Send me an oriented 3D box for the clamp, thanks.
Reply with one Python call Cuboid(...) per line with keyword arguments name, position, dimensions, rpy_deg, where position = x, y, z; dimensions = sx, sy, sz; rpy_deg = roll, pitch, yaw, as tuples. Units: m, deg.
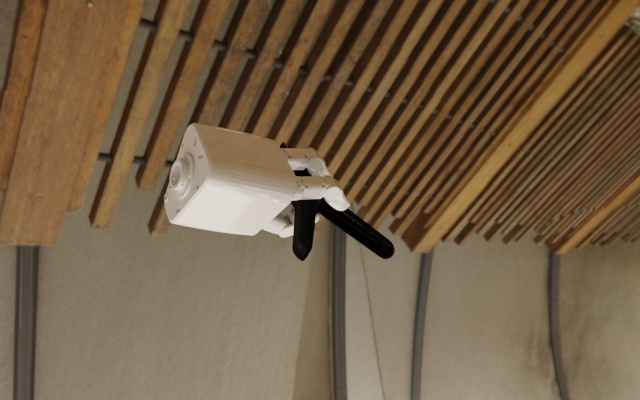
Cuboid(name="clamp", position=(-0.001, 0.002, 0.623), dimensions=(0.164, 0.036, 0.209), rpy_deg=(12, 35, -40))
